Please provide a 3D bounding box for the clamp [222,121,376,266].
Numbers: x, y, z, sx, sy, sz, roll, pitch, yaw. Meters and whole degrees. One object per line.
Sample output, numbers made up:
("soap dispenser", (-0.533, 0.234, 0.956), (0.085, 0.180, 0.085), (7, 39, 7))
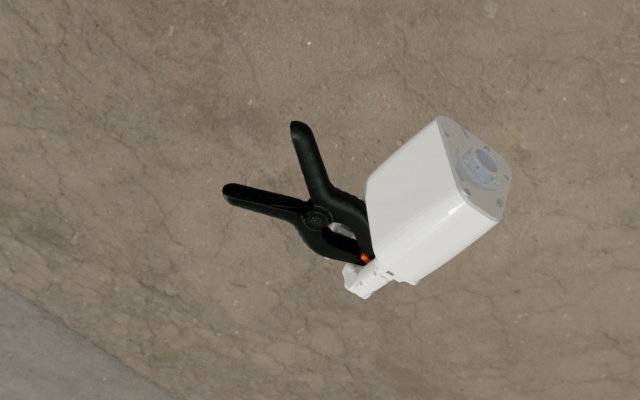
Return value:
("clamp", (0.000, 0.002, 0.470), (0.171, 0.039, 0.120), (32, -48, -15))
